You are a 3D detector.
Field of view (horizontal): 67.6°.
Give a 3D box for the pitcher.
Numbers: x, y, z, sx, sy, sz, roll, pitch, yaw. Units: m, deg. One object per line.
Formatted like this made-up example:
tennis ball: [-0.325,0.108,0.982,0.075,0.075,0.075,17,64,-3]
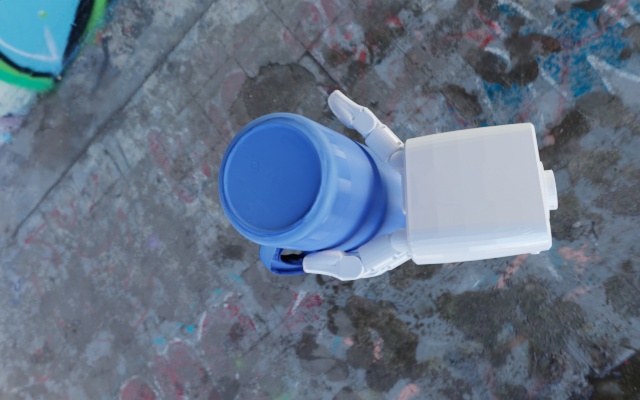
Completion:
pitcher: [0.000,0.002,0.483,0.145,0.149,0.243,-5,-7,22]
